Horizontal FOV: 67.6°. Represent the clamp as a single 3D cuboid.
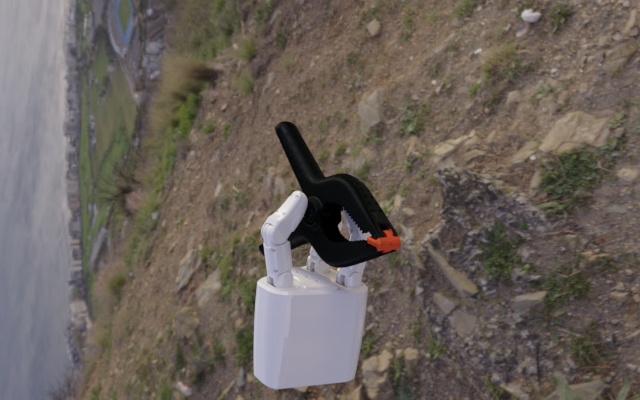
[{"bbox_3d":[0.000,0.002,0.501,0.036,0.164,0.210,-2,10,-38],"label":"clamp"}]
